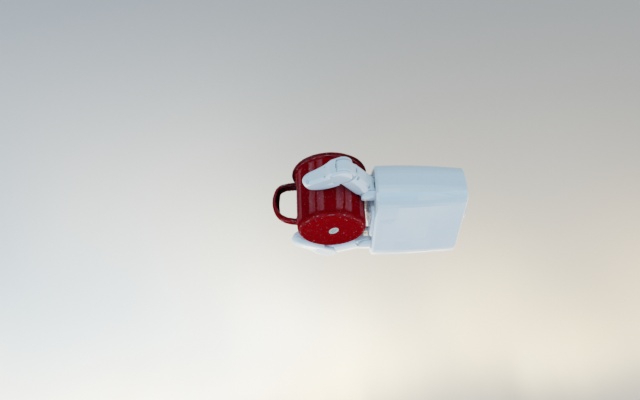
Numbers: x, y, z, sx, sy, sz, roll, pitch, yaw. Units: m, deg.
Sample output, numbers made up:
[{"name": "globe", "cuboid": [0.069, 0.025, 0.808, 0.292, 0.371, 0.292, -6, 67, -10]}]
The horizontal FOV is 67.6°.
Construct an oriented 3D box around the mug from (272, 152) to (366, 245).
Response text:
[{"name": "mug", "cuboid": [-0.001, 0.002, 0.577, 0.117, 0.081, 0.093, -2, -32, 0]}]
